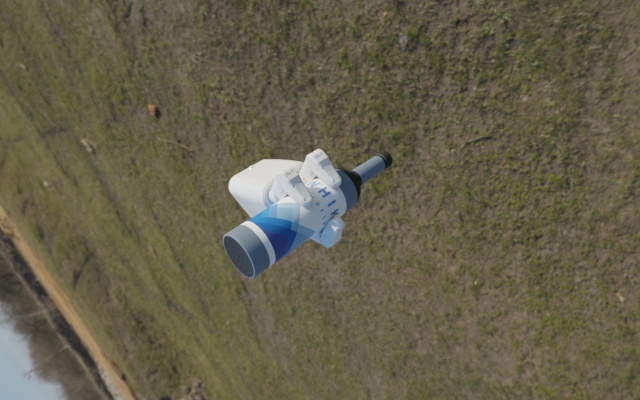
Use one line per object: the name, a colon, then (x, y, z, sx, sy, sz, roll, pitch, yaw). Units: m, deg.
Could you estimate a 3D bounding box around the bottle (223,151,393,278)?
bottle: (0.000, 0.002, 0.683, 0.295, 0.069, 0.069, -34, 19, -32)
